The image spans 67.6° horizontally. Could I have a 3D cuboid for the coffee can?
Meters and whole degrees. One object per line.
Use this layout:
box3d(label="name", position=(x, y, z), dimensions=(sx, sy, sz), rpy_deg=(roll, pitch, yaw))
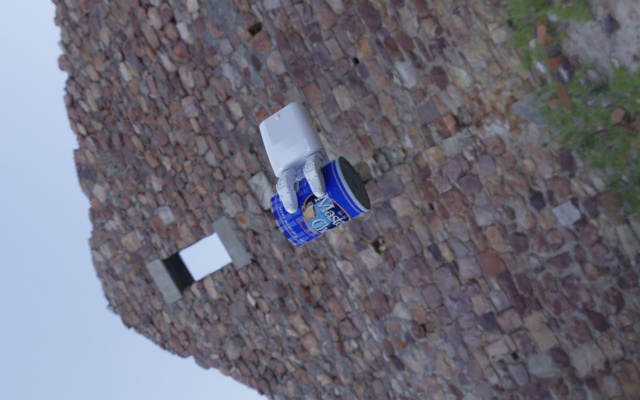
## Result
box3d(label="coffee can", position=(0.000, 0.003, 0.817), dimensions=(0.140, 0.103, 0.103), rpy_deg=(-29, -10, 18))
